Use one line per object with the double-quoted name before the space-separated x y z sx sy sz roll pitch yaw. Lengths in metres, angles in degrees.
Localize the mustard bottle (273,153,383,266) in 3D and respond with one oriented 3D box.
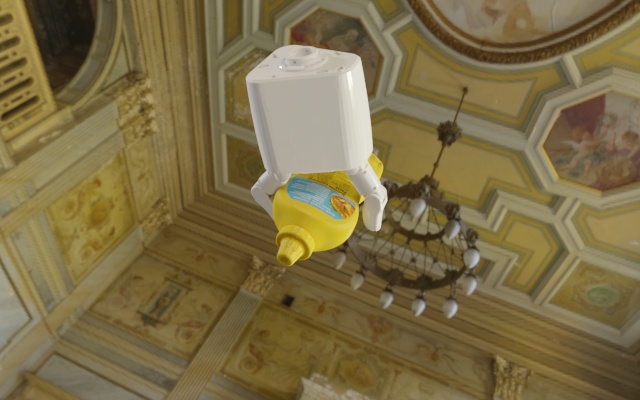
"mustard bottle" 0.000 0.002 0.549 0.096 0.058 0.191 26 46 6
